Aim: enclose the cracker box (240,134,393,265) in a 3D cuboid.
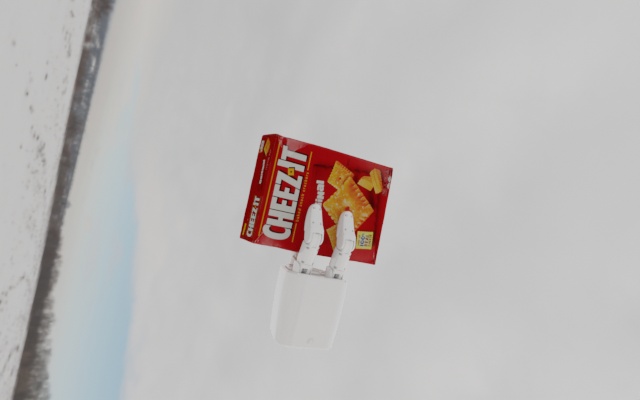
[{"bbox_3d":[0.000,0.002,0.746,0.214,0.164,0.072,13,-3,-27],"label":"cracker box"}]
